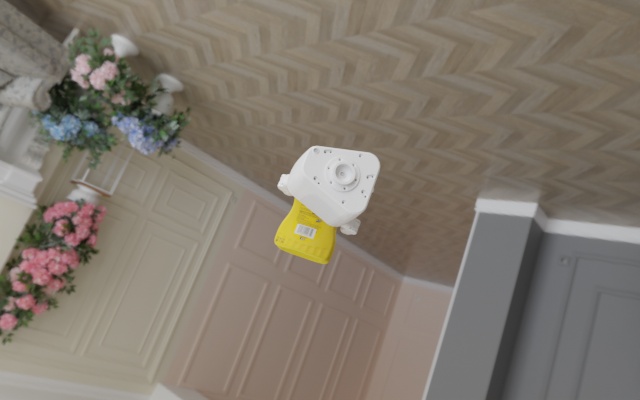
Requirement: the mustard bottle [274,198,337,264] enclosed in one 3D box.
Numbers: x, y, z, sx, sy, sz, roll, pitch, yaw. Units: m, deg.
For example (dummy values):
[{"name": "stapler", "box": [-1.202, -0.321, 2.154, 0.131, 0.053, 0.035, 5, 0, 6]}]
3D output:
[{"name": "mustard bottle", "box": [0.000, 0.003, 0.802, 0.096, 0.191, 0.058, 17, -15, 15]}]
